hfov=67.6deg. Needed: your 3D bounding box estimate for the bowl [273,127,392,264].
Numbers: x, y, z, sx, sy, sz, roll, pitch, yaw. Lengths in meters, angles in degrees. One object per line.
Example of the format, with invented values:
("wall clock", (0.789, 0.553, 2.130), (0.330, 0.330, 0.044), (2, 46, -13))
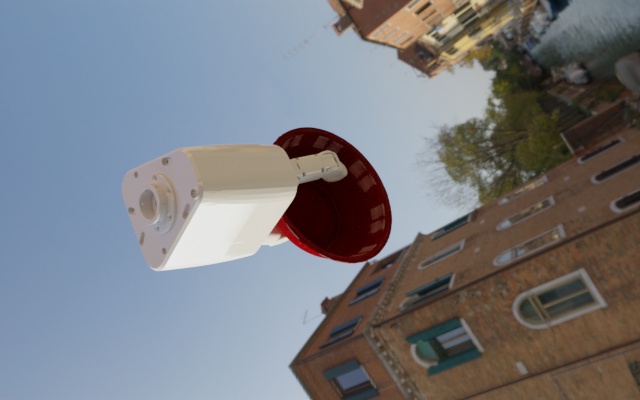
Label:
("bowl", (0.001, 0.002, 0.523), (0.162, 0.162, 0.055), (0, -27, -38))
